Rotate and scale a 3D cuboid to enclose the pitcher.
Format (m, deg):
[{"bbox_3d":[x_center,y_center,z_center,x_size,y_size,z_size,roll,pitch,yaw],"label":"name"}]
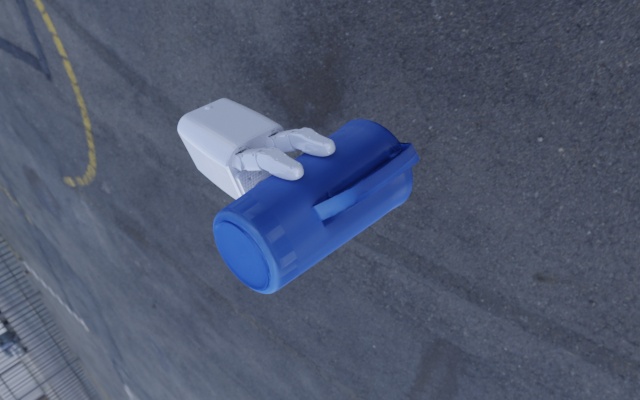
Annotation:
[{"bbox_3d":[0.000,0.002,0.577,0.145,0.149,0.242,34,49,27],"label":"pitcher"}]
